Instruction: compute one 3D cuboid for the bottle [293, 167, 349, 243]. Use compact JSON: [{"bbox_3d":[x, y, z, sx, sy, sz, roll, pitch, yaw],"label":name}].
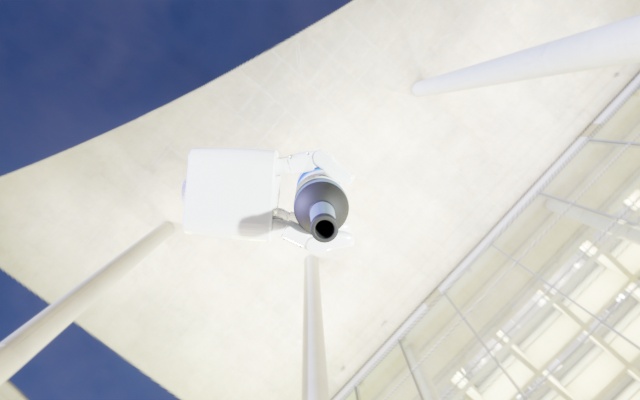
[{"bbox_3d":[0.000,0.002,0.603,0.069,0.069,0.295,0,10,-2],"label":"bottle"}]
